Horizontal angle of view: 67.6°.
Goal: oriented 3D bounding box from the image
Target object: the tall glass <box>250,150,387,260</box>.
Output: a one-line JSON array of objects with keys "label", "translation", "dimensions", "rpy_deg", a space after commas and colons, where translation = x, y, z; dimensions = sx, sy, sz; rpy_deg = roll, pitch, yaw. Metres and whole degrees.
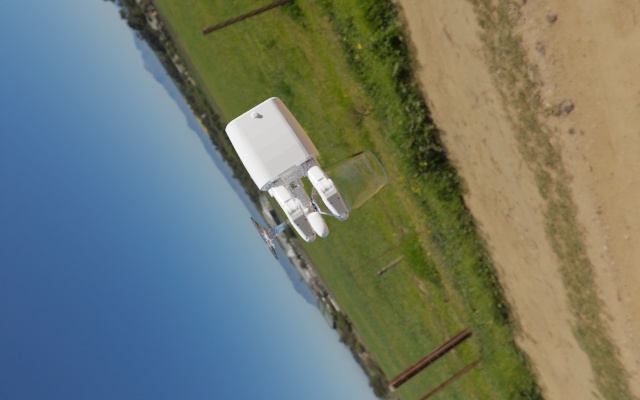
[{"label": "tall glass", "translation": [0.000, 0.003, 0.709], "dimensions": [0.201, 0.079, 0.079], "rpy_deg": [-32, 4, -7]}]
